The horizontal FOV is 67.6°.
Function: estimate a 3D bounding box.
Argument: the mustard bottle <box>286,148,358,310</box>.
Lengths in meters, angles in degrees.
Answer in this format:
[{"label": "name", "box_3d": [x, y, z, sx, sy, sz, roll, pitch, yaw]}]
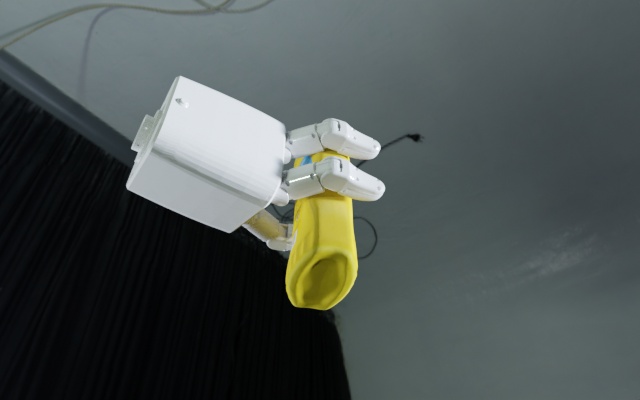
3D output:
[{"label": "mustard bottle", "box_3d": [0.000, 0.002, 0.466, 0.058, 0.191, 0.096, 8, -44, -8]}]
